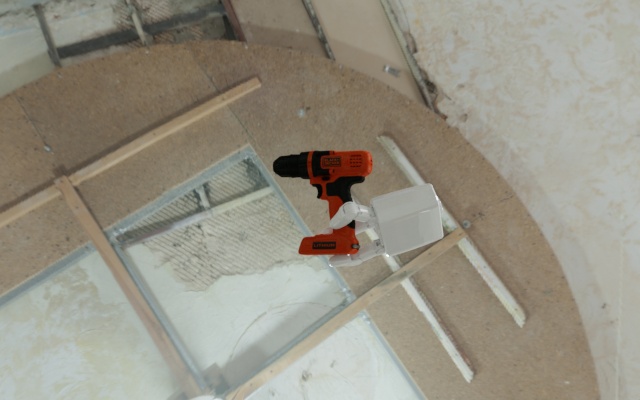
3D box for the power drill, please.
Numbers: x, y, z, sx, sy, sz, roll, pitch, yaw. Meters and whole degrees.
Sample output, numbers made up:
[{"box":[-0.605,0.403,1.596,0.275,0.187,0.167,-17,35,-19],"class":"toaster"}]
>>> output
[{"box":[0.000,0.003,0.845,0.184,0.187,0.057,-2,-7,18],"class":"power drill"}]
